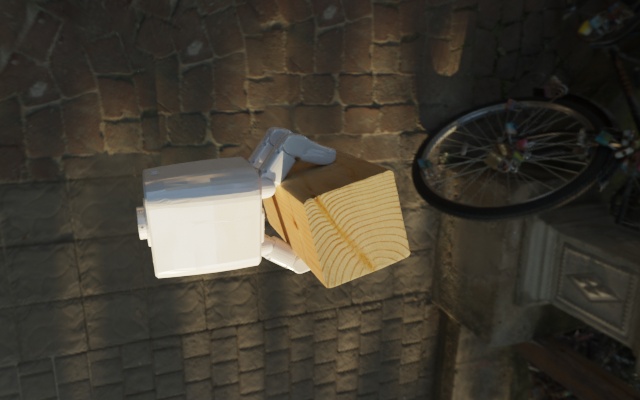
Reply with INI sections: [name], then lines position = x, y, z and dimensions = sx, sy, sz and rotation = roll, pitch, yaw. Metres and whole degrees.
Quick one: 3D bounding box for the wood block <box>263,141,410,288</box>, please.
[wood block]
position = 0.000, 0.002, 0.519
dimensions = 0.090, 0.091, 0.206
rotation = -20, 20, -15
